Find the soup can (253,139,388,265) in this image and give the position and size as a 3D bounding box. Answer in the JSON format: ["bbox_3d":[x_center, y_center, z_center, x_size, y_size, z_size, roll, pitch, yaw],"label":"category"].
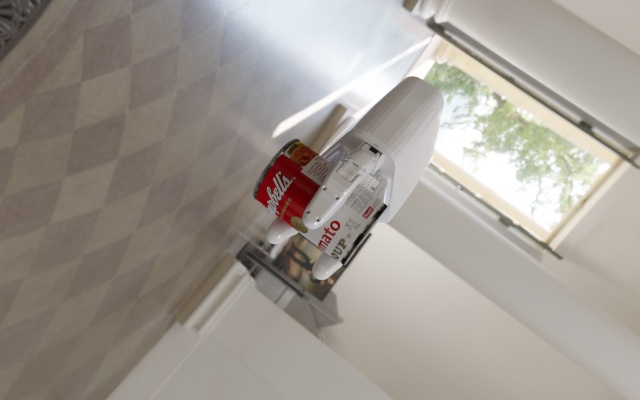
[{"bbox_3d":[0.000,0.002,0.428,0.102,0.068,0.068,37,6,8],"label":"soup can"}]
